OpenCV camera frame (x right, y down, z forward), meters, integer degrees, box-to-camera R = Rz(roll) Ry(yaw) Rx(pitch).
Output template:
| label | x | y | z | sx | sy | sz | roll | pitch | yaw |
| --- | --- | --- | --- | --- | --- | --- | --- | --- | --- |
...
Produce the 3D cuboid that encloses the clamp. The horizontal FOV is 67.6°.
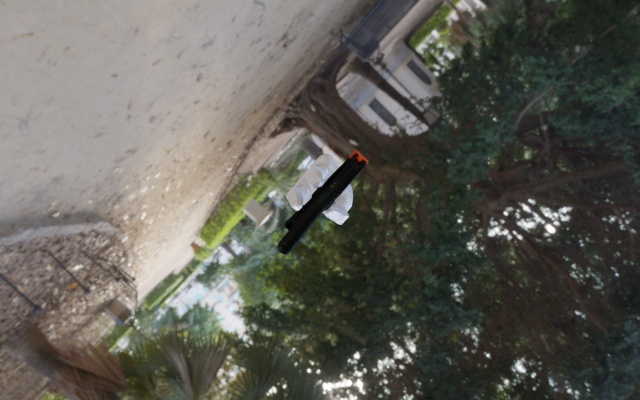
| label | x | y | z | sx | sy | sz | roll | pitch | yaw |
| --- | --- | --- | --- | --- | --- | --- | --- | --- | --- |
| clamp | 0.001 | 0.003 | 0.822 | 0.036 | 0.210 | 0.164 | 42 | 15 | -8 |
